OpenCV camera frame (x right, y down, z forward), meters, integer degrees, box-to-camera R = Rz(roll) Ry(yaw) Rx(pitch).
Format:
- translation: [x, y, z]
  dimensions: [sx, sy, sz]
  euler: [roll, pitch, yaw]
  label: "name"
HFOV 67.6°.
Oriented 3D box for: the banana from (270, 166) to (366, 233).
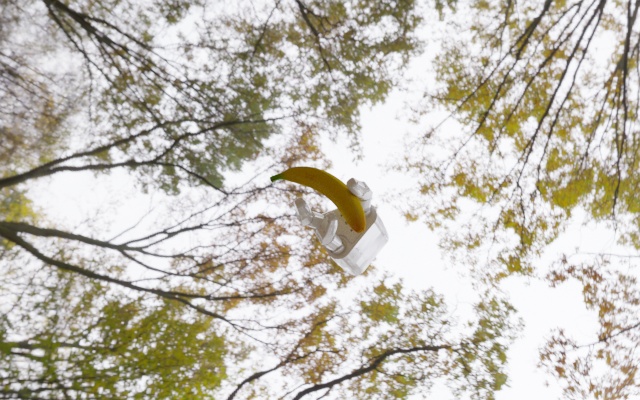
- translation: [0.009, -0.013, 0.795]
  dimensions: [0.197, 0.069, 0.037]
  euler: [29, -19, 29]
  label: "banana"
